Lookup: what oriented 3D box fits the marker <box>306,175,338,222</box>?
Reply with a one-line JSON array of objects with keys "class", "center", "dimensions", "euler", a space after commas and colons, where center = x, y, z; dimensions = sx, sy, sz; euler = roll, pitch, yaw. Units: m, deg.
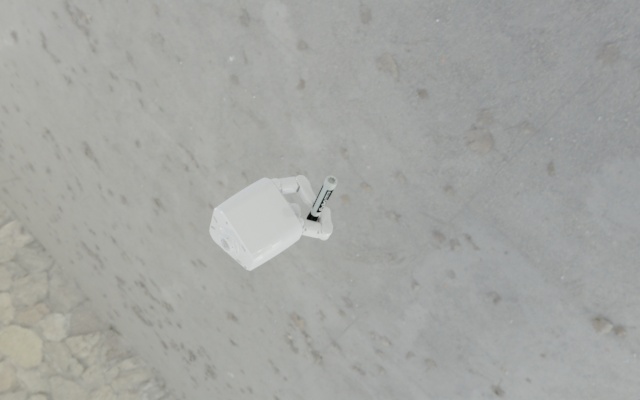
[{"class": "marker", "center": [0.000, 0.003, 0.771], "dimensions": [0.020, 0.020, 0.121], "euler": [0, -34, -20]}]
